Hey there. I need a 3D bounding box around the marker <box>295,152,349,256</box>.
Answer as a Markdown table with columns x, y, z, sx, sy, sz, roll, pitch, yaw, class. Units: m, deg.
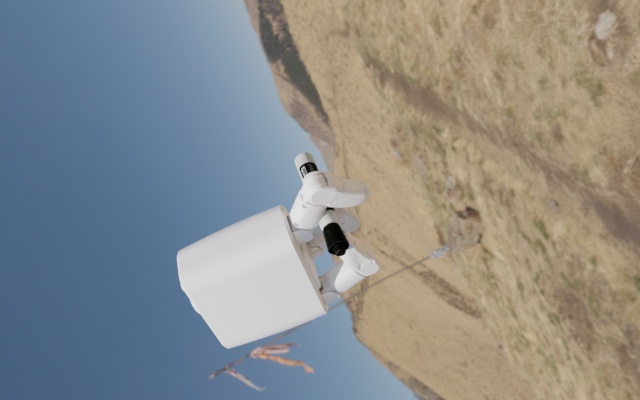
| x | y | z | sx | sy | sz | roll | pitch | yaw | class |
| --- | --- | --- | --- | --- | --- | --- | --- | --- | --- |
| 0.000 | 0.001 | 0.432 | 0.020 | 0.121 | 0.020 | -12 | -42 | -11 | marker |
